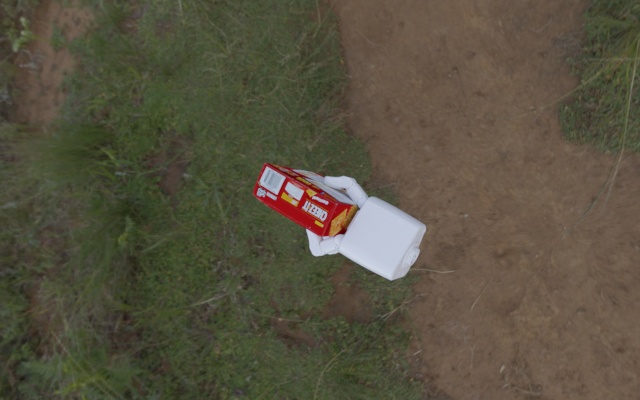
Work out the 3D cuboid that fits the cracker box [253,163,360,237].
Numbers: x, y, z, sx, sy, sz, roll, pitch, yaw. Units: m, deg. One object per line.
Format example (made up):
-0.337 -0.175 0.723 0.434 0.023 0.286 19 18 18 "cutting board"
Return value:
0.000 0.003 0.899 0.164 0.072 0.214 29 10 25 "cracker box"
